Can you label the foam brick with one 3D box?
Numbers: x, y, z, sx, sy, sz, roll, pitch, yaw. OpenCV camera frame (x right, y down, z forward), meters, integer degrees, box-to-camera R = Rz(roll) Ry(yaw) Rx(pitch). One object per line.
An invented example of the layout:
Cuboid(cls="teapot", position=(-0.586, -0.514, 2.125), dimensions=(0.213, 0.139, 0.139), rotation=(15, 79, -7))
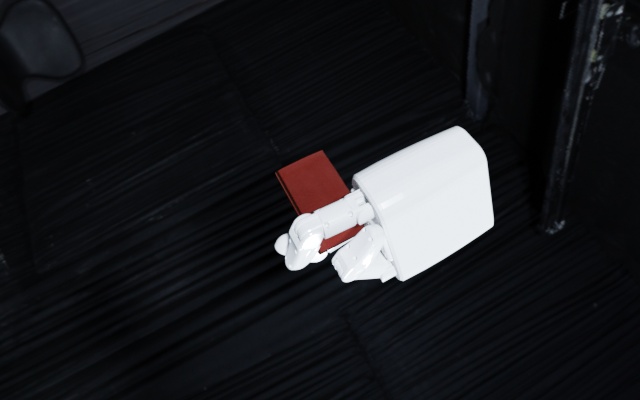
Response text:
Cuboid(cls="foam brick", position=(0.000, 0.001, 0.459), dimensions=(0.051, 0.078, 0.053), rotation=(-28, -33, -4))
